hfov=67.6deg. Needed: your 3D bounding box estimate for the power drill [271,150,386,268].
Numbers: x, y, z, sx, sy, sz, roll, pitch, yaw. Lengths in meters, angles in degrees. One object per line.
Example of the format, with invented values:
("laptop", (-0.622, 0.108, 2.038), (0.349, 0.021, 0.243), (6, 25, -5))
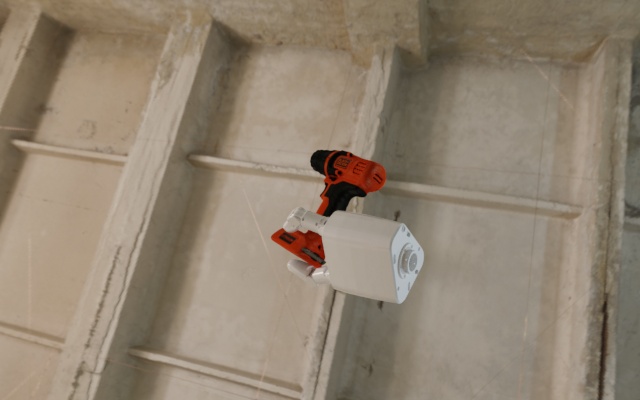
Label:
("power drill", (0.000, 0.003, 0.765), (0.057, 0.187, 0.184), (36, -7, -32))
